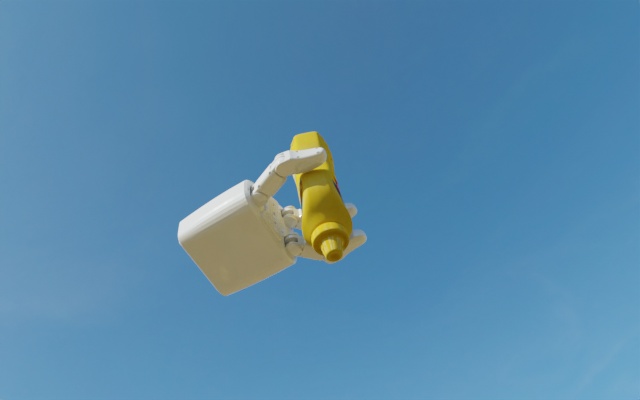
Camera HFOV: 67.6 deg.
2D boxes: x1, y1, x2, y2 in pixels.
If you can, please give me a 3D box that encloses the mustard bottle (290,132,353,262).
[{"bbox_3d":[0.000,0.002,0.577,0.058,0.096,0.191,-10,38,-2],"label":"mustard bottle"}]
